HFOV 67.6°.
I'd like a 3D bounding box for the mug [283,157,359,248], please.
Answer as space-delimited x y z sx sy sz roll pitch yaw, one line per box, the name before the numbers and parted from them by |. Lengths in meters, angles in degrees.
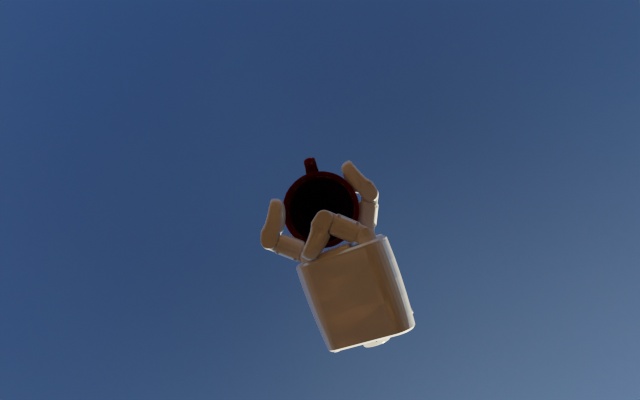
mug | 0.000 0.001 0.614 0.093 0.117 0.081 -18 -5 4
